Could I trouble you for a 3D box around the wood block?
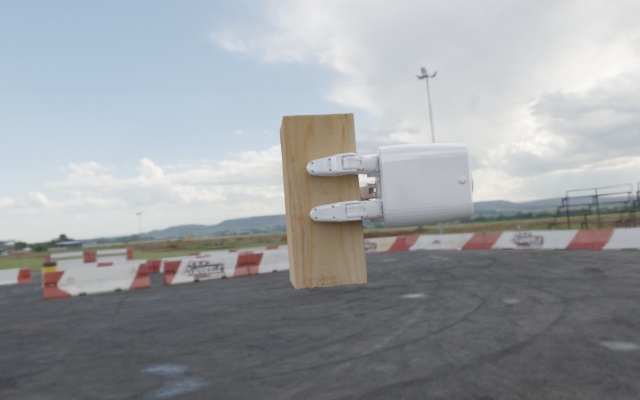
[{"bbox_3d":[0.000,0.002,0.611,0.090,0.206,0.091,-4,-3,-7],"label":"wood block"}]
